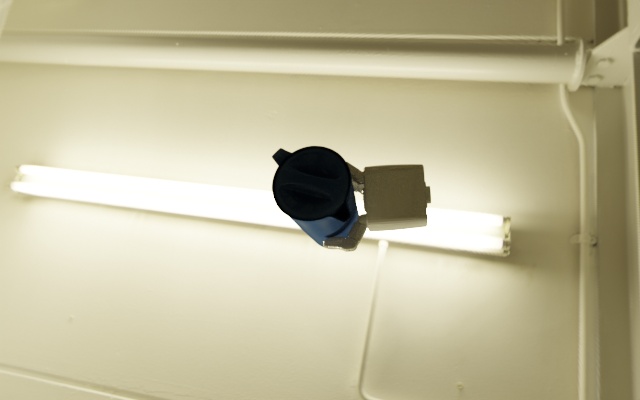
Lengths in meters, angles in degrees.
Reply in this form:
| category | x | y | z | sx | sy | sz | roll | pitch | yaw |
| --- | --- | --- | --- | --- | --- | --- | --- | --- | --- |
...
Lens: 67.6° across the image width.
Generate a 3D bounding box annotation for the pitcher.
| category | x | y | z | sx | sy | sz | roll | pitch | yaw |
| --- | --- | --- | --- | --- | --- | --- | --- | --- | --- |
| pitcher | 0.000 | 0.003 | 0.882 | 0.145 | 0.149 | 0.243 | -4 | -21 | 10 |
